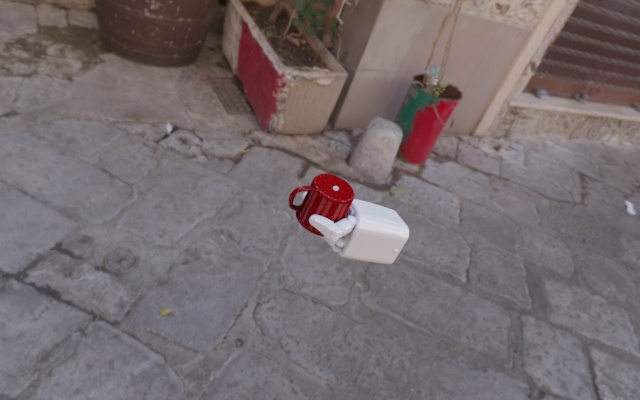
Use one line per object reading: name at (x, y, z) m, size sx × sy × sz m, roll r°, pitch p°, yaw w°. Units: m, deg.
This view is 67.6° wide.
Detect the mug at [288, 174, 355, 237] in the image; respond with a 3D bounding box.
mug at (-0.001, 0.002, 0.864) m, size 0.117 × 0.081 × 0.093 m, roll 13°, pitch 36°, yaw -17°
